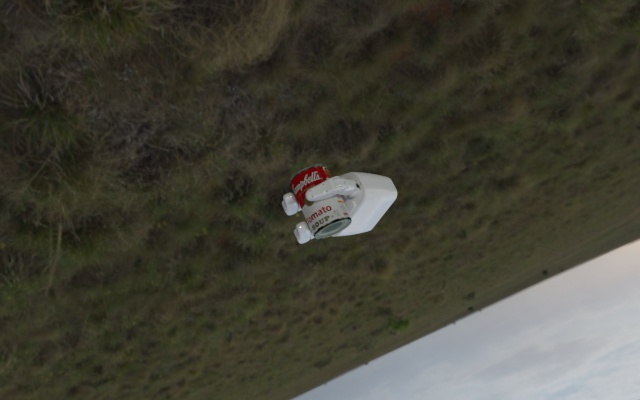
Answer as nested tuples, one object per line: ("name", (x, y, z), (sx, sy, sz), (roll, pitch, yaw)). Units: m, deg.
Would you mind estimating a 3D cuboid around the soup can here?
("soup can", (0.000, 0.003, 0.769), (0.068, 0.102, 0.068), (-22, -19, -8))
